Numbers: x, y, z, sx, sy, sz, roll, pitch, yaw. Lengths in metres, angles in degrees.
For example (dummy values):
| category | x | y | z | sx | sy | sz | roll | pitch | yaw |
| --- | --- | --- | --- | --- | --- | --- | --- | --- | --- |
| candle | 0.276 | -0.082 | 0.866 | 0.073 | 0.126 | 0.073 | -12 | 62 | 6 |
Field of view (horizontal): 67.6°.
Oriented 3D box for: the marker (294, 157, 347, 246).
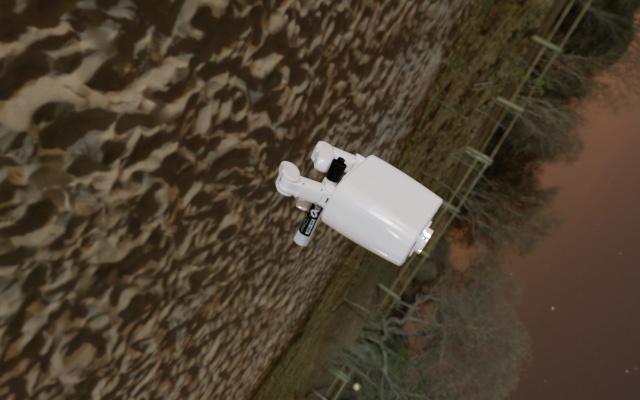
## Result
| category | x | y | z | sx | sy | sz | roll | pitch | yaw |
| --- | --- | --- | --- | --- | --- | --- | --- | --- | --- |
| marker | 0.000 | 0.002 | 0.567 | 0.020 | 0.121 | 0.020 | 22 | 24 | -10 |
